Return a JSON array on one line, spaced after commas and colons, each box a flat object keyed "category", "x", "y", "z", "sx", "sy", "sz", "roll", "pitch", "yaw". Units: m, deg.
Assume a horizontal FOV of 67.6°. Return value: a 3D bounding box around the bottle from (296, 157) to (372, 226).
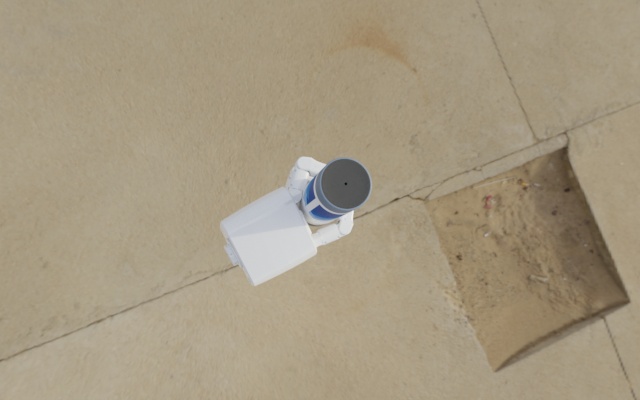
[{"category": "bottle", "x": 0.000, "y": 0.002, "z": 0.718, "sx": 0.069, "sy": 0.069, "sz": 0.296, "roll": 0, "pitch": -9, "yaw": -12}]
